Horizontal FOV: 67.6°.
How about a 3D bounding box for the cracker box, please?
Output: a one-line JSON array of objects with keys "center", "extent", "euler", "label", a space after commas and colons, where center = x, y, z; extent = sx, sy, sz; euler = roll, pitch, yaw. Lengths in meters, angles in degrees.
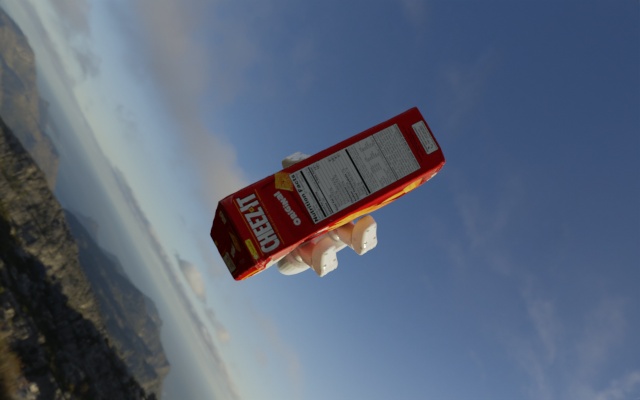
[{"center": [0.000, 0.001, 0.495], "extent": [0.213, 0.072, 0.164], "euler": [-28, -5, -20], "label": "cracker box"}]
